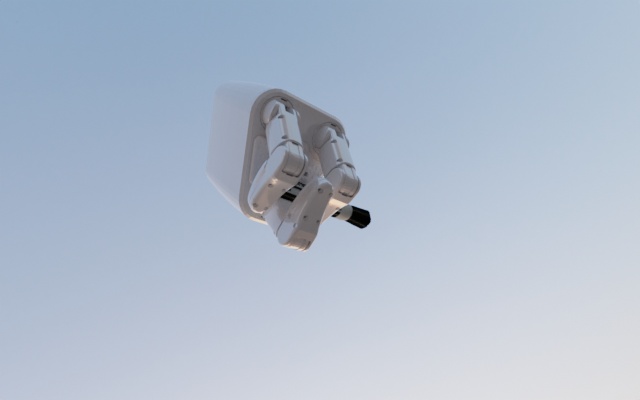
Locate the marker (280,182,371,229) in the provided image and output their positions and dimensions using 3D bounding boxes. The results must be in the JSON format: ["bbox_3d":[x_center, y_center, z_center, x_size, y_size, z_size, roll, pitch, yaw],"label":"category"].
[{"bbox_3d":[0.000,0.001,0.420,0.121,0.020,0.020,22,-13,-36],"label":"marker"}]
